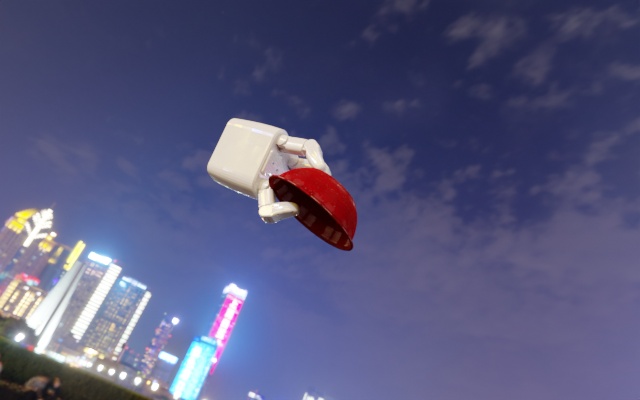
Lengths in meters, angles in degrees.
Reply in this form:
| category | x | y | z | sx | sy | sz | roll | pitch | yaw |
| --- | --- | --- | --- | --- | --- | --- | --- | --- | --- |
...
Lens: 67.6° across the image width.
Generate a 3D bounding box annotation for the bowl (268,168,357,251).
| category | x | y | z | sx | sy | sz | roll | pitch | yaw |
| --- | --- | --- | --- | --- | --- | --- | --- | --- | --- |
| bowl | 0.001 | 0.003 | 0.710 | 0.162 | 0.055 | 0.162 | 38 | -16 | 13 |
